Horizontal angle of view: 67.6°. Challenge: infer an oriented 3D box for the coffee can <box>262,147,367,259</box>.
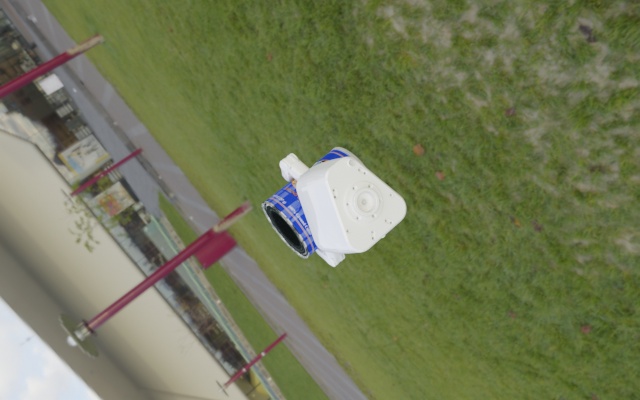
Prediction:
[{"bbox_3d":[0.000,0.002,0.704,0.140,0.103,0.103,-38,13,-18],"label":"coffee can"}]
